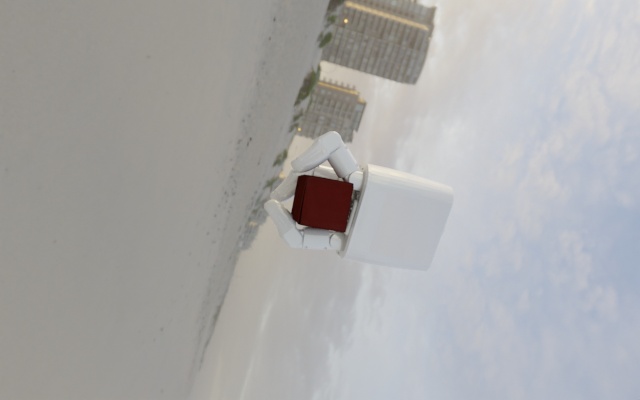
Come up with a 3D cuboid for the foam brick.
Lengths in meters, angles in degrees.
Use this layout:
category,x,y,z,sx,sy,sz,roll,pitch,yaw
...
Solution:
category,x,y,z,sx,sy,sz,roll,pitch,yaw
foam brick,0.000,0.002,0.519,0.051,0.053,0.078,11,1,-10
